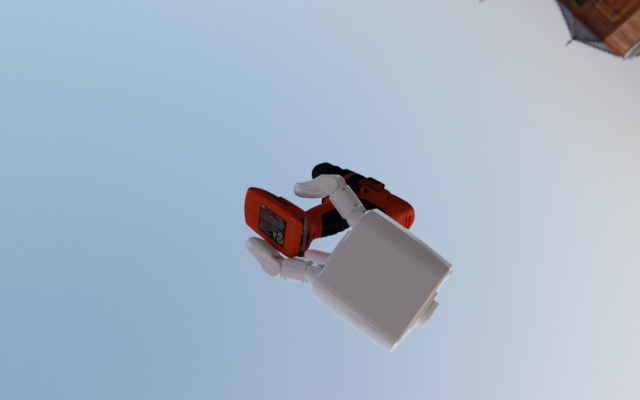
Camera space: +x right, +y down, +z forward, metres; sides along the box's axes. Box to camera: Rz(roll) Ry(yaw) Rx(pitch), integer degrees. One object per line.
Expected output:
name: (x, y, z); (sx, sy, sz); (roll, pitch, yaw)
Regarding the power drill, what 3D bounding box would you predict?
power drill: (0.000, 0.002, 0.614); (0.187, 0.057, 0.184); (-14, 31, -38)
